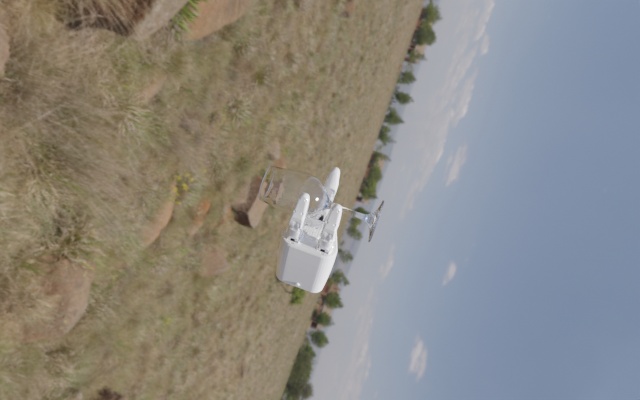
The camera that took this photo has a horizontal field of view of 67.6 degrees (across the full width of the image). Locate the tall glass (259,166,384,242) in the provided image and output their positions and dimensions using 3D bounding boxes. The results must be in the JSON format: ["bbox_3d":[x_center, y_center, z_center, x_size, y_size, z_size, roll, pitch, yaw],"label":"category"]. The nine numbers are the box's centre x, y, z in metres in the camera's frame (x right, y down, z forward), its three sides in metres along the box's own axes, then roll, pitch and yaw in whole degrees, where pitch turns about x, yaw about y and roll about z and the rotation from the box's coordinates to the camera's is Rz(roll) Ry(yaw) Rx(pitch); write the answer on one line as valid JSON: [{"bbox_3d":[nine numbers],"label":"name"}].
[{"bbox_3d":[0.001,0.003,0.804,0.201,0.079,0.079,20,2,5],"label":"tall glass"}]
